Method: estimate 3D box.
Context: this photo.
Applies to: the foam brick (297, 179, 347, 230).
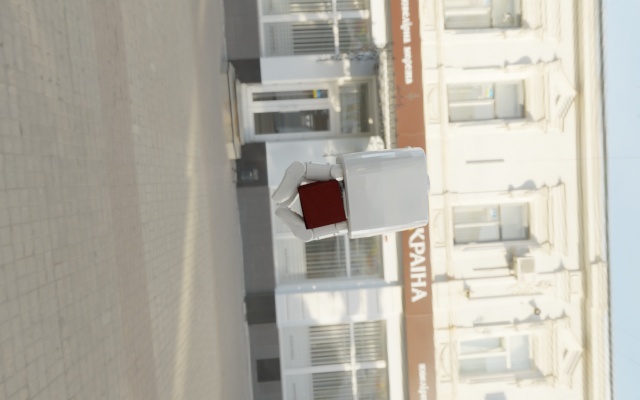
[{"bbox_3d":[0.000,0.002,0.607,0.051,0.053,0.078,-12,6,-2],"label":"foam brick"}]
